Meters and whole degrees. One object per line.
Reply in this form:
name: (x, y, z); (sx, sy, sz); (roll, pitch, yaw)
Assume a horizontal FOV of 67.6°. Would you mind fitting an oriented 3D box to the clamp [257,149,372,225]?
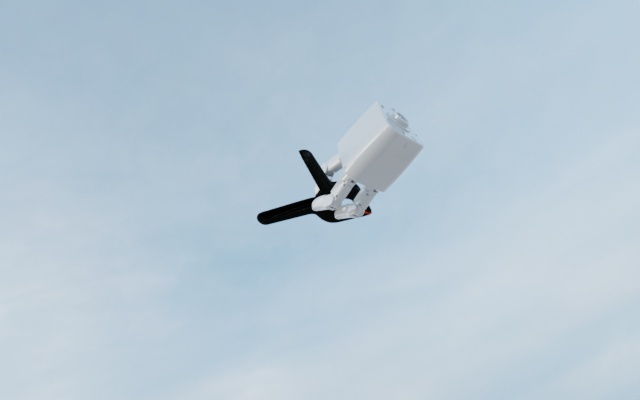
clamp: (0.000, 0.002, 0.852); (0.210, 0.036, 0.165); (20, -56, -38)
